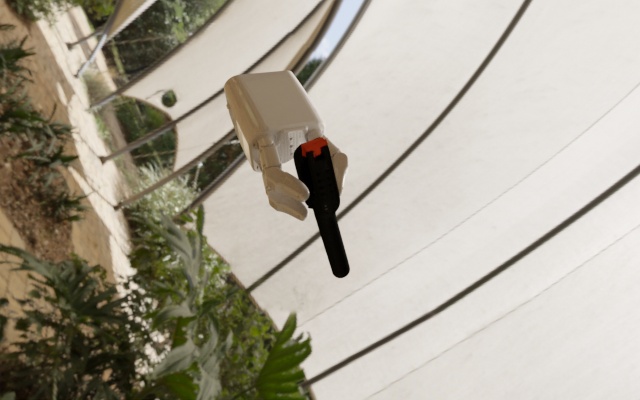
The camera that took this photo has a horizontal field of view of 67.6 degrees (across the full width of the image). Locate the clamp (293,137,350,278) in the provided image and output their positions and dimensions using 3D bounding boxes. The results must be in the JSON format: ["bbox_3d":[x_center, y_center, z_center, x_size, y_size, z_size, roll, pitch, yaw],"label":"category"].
[{"bbox_3d":[0.001,0.001,0.613,0.036,0.164,0.210,-23,-24,-13],"label":"clamp"}]
